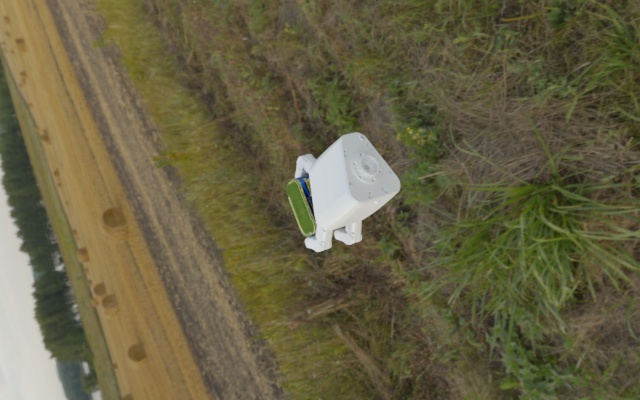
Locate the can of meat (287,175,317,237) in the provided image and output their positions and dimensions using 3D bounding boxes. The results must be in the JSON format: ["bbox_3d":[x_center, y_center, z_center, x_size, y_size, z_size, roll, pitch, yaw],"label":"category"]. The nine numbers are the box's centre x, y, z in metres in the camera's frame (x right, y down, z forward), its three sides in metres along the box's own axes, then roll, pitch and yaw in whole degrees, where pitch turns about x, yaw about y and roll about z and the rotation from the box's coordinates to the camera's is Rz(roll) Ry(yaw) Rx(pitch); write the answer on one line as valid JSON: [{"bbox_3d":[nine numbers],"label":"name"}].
[{"bbox_3d":[0.000,0.003,0.795,0.084,0.102,0.057,-16,-11,-30],"label":"can of meat"}]
